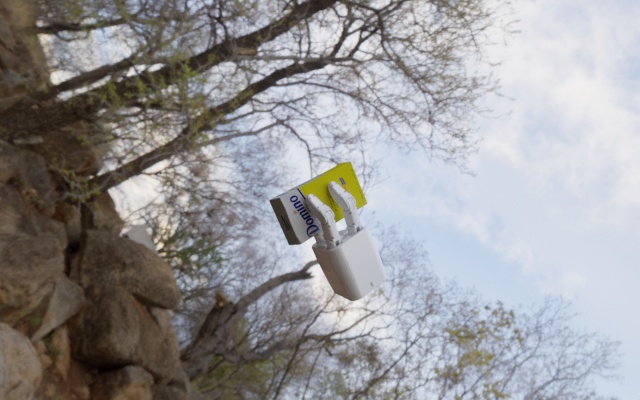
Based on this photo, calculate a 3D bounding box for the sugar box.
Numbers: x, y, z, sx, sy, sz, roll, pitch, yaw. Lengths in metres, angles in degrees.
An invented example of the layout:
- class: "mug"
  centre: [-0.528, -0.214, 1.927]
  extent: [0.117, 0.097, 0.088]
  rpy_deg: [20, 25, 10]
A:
- class: "sugar box"
  centre: [0.001, 0.003, 0.879]
  extent: [0.176, 0.093, 0.048]
  rpy_deg: [-31, 12, -36]
